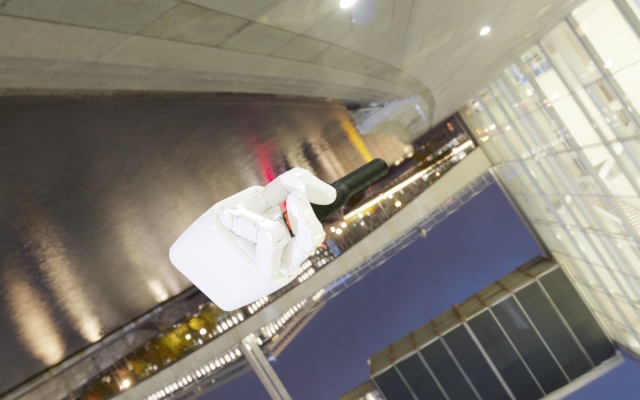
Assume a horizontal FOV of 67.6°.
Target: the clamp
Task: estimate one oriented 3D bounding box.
[{"bbox_3d":[0.000,0.002,0.565,0.120,0.039,0.171,-34,-2,39],"label":"clamp"}]
